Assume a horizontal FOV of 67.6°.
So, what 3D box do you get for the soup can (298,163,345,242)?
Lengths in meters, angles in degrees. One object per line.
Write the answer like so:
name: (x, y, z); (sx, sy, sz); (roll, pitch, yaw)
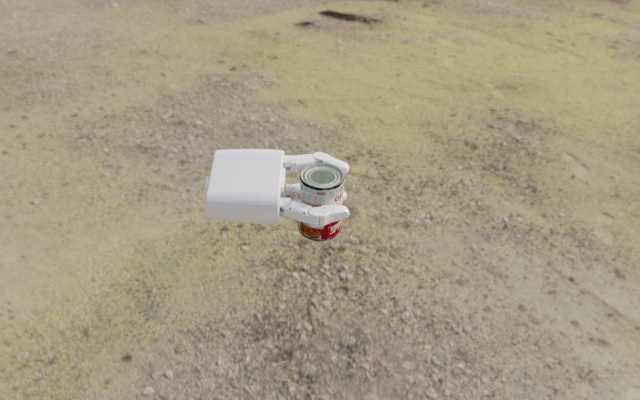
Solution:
soup can: (0.001, 0.002, 0.726); (0.068, 0.102, 0.068); (2, 38, -1)
